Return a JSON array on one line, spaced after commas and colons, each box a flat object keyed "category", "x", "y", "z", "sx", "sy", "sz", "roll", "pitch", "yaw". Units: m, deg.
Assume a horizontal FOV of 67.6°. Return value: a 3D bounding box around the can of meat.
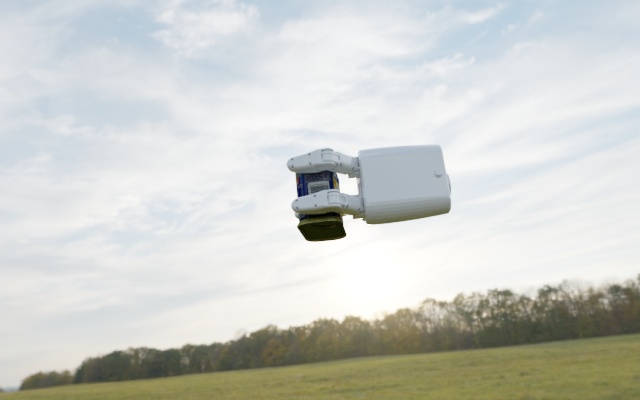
[{"category": "can of meat", "x": 0.000, "y": 0.002, "z": 0.630, "sx": 0.057, "sy": 0.084, "sz": 0.102, "roll": -7, "pitch": -18, "yaw": 6}]
